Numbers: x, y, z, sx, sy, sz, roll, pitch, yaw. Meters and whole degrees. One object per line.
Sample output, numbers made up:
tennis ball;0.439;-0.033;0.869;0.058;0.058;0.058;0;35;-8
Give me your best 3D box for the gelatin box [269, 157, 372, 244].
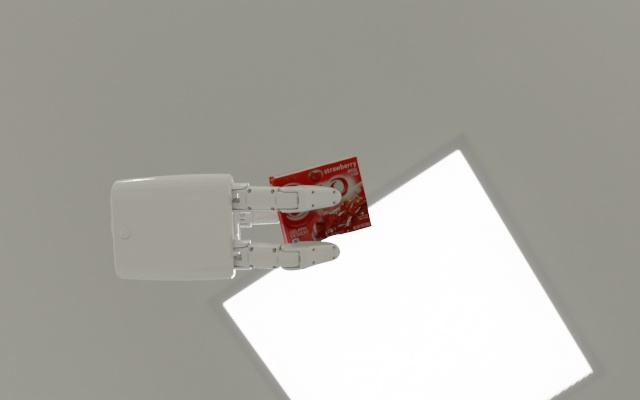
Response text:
gelatin box;0.000;0.001;0.477;0.089;0.073;0.030;-15;9;-10
